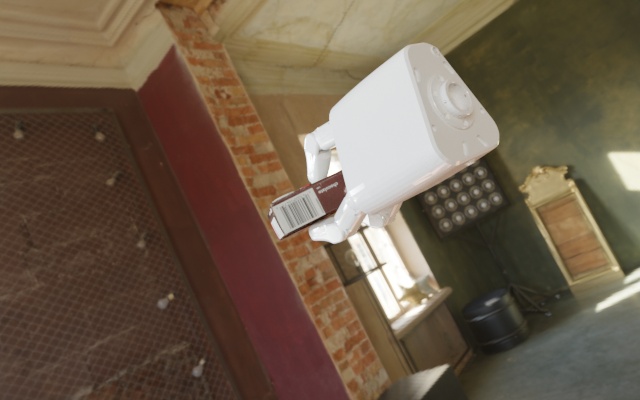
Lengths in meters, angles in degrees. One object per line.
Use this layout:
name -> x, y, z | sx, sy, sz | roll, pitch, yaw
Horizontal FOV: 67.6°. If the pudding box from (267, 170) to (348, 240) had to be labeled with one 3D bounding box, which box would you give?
pudding box -> 0.000, 0.002, 0.520 | 0.113, 0.039, 0.090 | -24, -5, -11
